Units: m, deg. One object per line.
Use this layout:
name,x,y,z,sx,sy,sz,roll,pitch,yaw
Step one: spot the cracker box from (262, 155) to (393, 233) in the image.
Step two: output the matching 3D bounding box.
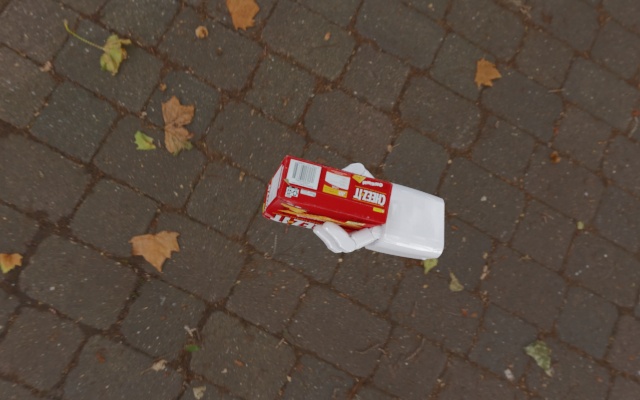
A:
cracker box,0.000,0.002,0.773,0.164,0.072,0.214,14,-12,-10
